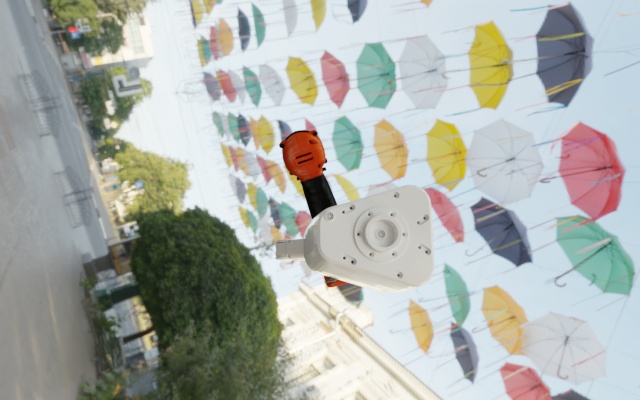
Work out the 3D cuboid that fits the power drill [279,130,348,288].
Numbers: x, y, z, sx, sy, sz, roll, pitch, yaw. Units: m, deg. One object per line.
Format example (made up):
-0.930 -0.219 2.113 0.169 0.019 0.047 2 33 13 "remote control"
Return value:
0.000 0.002 0.602 0.057 0.188 0.184 -21 10 3 "power drill"
